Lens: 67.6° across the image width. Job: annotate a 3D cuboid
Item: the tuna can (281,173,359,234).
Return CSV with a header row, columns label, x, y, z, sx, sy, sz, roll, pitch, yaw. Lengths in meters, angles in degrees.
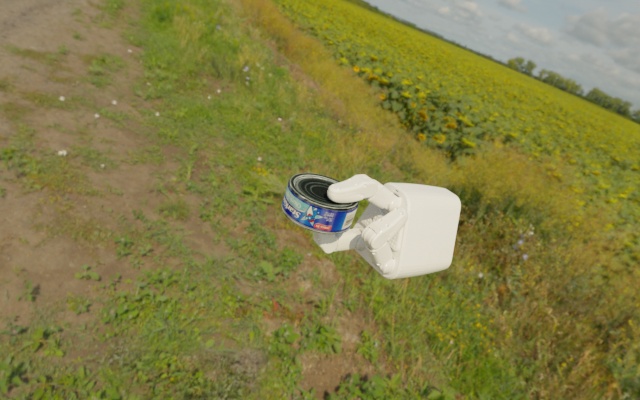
label,x,y,z,sx,sy,sz,roll,pitch,yaw
tuna can,0.000,0.001,0.551,0.086,0.034,0.086,15,26,-7
